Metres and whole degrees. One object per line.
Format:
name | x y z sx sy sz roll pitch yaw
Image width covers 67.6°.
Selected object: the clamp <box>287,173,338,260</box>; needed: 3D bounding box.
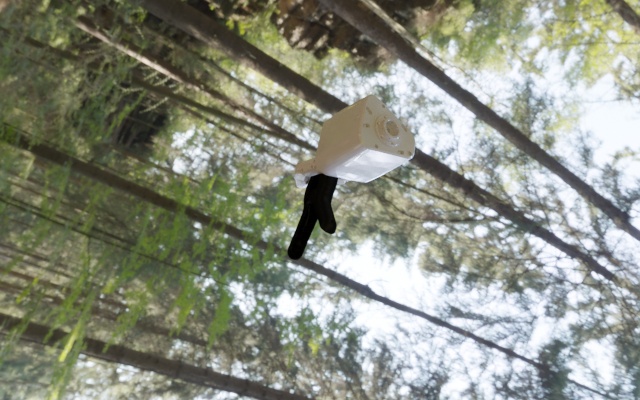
clamp | 0.001 0.003 0.742 0.039 0.171 0.120 26 -29 -27
